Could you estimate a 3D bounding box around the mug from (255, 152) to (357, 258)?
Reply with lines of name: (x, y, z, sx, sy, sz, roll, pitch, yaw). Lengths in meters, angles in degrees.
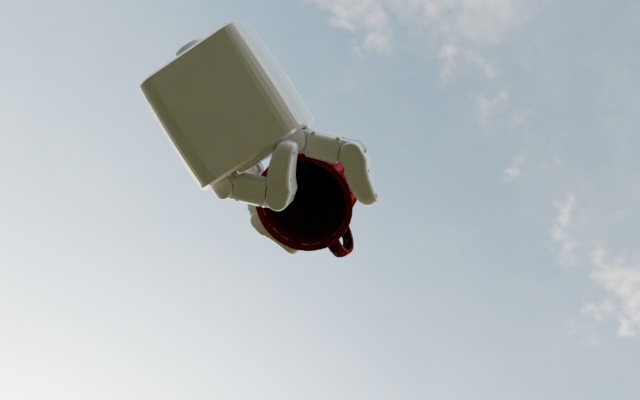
mug: (0.001, 0.003, 0.472, 0.093, 0.117, 0.081, -30, 8, 22)
